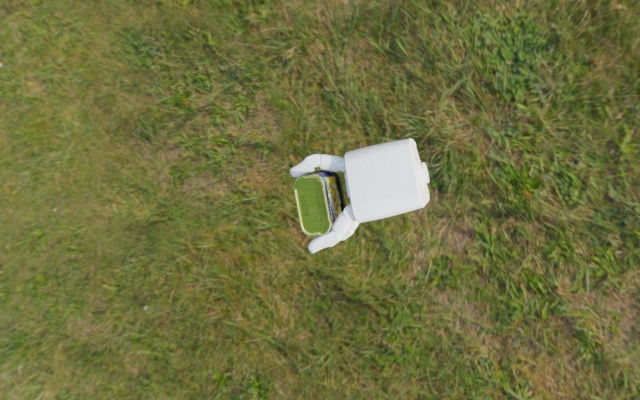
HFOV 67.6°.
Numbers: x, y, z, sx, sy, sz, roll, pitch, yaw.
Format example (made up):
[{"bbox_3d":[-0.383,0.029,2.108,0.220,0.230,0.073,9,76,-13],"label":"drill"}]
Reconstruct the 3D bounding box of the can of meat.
[{"bbox_3d":[0.000,0.002,0.776,0.057,0.102,0.084,-9,5,20],"label":"can of meat"}]
